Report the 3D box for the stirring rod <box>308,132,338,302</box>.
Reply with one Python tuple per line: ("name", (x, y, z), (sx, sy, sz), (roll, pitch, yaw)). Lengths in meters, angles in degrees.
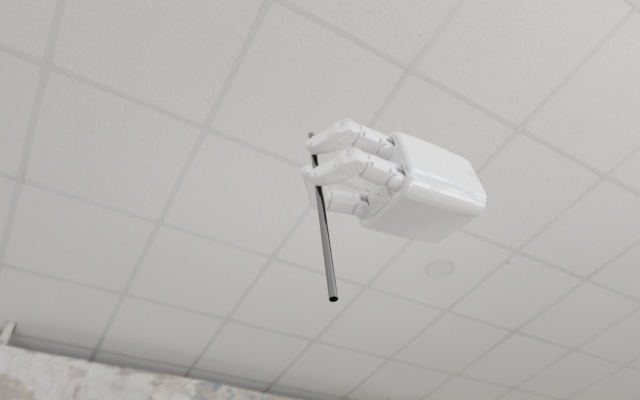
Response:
("stirring rod", (0.000, 0.002, 0.483), (0.011, 0.011, 0.239), (0, 42, -7))
